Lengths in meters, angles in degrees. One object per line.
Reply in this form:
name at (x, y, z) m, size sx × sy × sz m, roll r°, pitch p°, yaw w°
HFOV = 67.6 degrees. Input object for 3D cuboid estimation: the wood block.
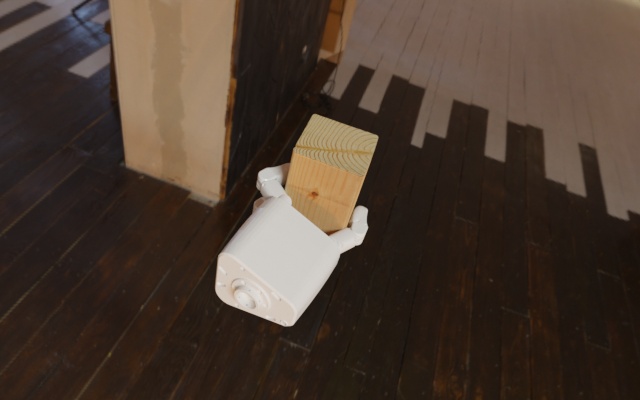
wood block at (0.000, 0.002, 0.649) m, size 0.091 × 0.206 × 0.090 m, roll 20°, pitch 44°, yaw 4°
